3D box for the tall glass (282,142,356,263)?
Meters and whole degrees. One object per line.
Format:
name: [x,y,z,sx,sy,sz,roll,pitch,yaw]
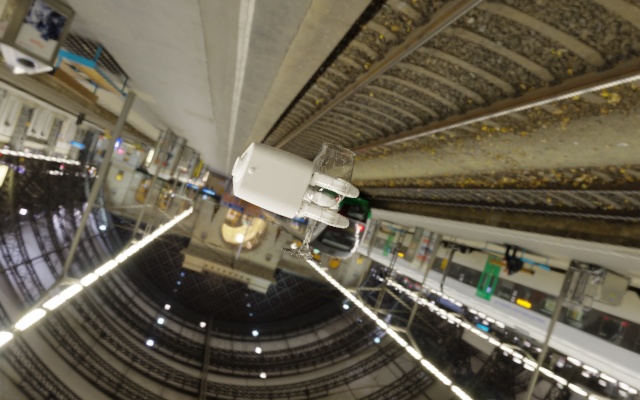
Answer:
tall glass: [0.000,0.003,0.835,0.079,0.201,0.079,20,-2,1]
